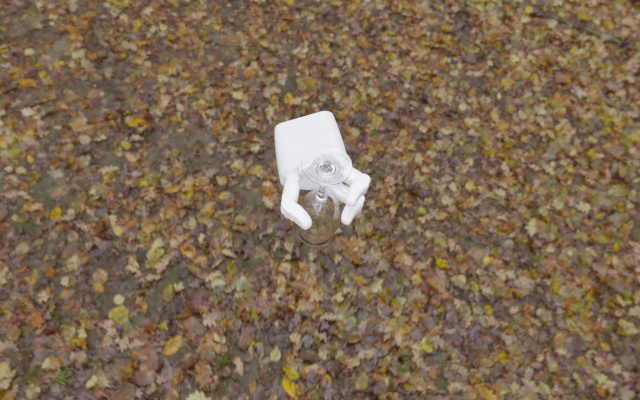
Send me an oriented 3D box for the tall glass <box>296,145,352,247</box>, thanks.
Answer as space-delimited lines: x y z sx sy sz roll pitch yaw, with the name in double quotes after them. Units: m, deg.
0.000 0.002 0.775 0.079 0.079 0.201 0 -34 -6 "tall glass"
